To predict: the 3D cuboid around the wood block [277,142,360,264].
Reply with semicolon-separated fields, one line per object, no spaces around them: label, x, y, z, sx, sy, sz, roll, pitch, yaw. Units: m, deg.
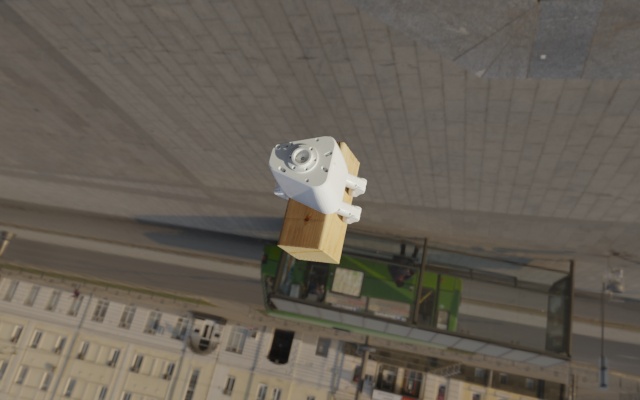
wood block;0.000;0.003;0.891;0.091;0.206;0.090;3;-22;27
